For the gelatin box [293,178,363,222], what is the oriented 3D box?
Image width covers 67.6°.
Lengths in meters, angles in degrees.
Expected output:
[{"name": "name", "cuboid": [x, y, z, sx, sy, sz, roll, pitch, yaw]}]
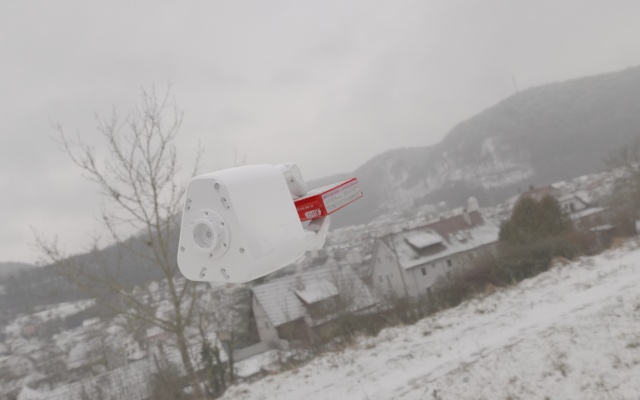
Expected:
[{"name": "gelatin box", "cuboid": [0.000, 0.001, 0.614, 0.073, 0.030, 0.089, -15, 7, 38]}]
